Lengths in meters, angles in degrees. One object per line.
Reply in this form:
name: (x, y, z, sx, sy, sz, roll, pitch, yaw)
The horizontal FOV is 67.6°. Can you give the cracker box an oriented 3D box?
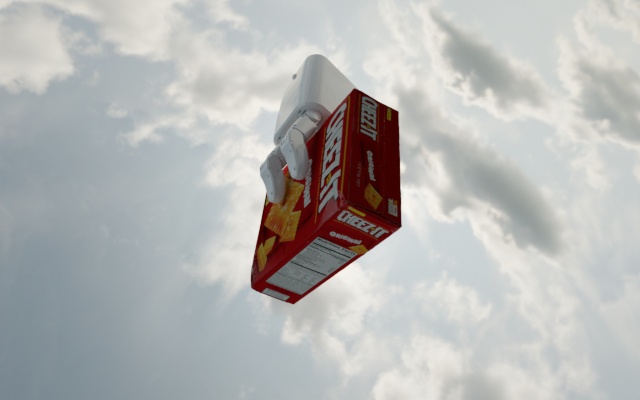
cracker box: (0.000, 0.002, 0.553, 0.072, 0.164, 0.214, 23, -41, -22)
